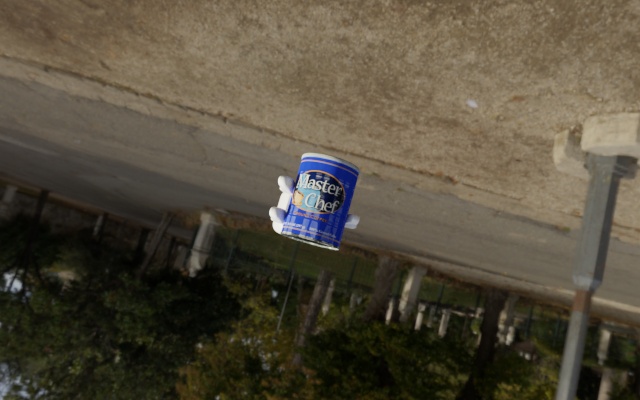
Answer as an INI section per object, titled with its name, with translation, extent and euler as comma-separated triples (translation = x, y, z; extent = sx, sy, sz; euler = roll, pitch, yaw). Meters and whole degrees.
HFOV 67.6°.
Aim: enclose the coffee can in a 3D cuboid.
[coffee can]
translation = 0.000, 0.003, 0.807
extent = 0.103, 0.140, 0.103
euler = 15, -9, 2
